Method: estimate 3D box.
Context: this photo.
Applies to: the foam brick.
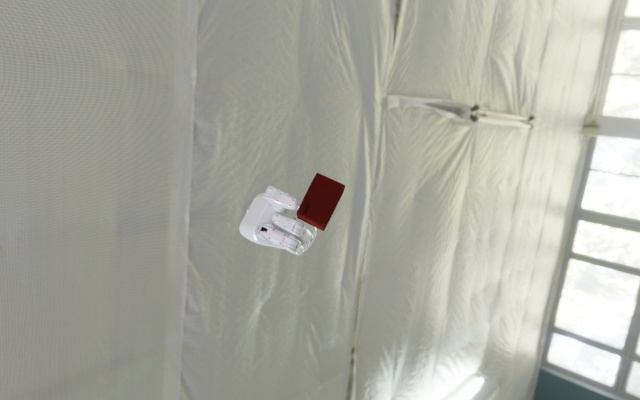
[{"bbox_3d":[0.000,0.002,0.789,0.053,0.078,0.051,27,-9,5],"label":"foam brick"}]
